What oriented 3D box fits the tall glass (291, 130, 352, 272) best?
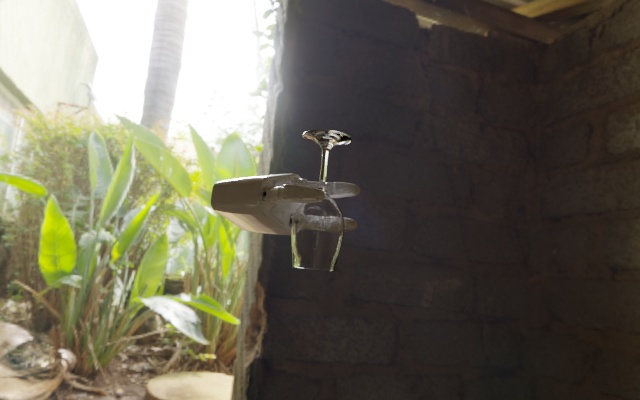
[{"bbox_3d":[0.000,0.002,0.707,0.079,0.201,0.079,5,-9,1],"label":"tall glass"}]
